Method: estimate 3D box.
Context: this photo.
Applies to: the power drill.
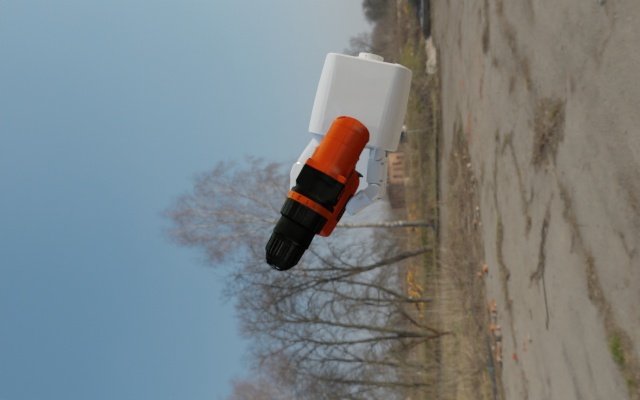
[{"bbox_3d":[0.000,0.002,0.585,0.057,0.184,0.188,31,-4,5],"label":"power drill"}]
